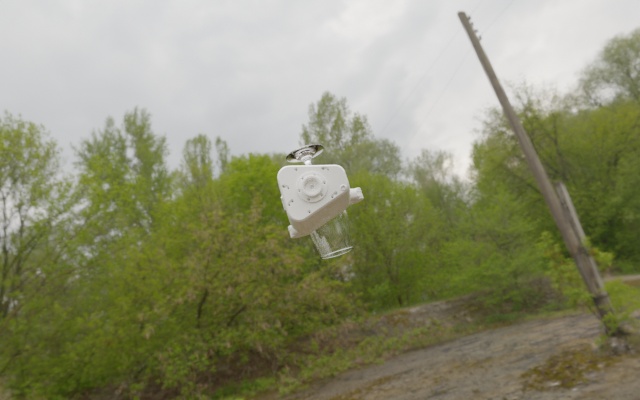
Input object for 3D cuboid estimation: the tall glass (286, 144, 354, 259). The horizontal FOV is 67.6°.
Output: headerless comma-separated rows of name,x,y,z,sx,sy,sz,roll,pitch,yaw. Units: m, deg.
tall glass,0.000,0.002,0.872,0.079,0.201,0.079,-17,-13,-4
